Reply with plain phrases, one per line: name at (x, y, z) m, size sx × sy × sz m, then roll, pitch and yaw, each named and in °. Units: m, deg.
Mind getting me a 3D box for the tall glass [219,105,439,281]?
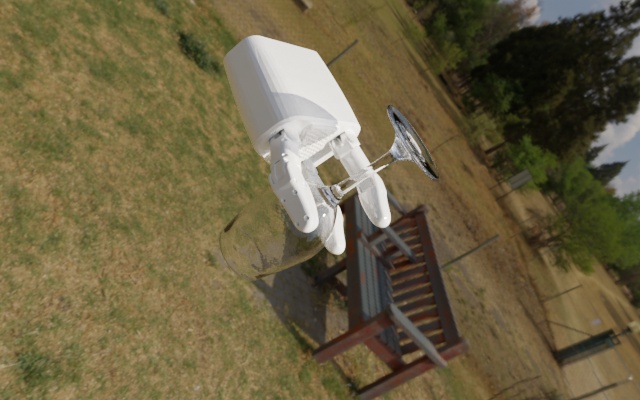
tall glass at (0.001, 0.001, 0.432) m, size 0.201 × 0.079 × 0.079 m, roll -33°, pitch -14°, yaw 22°
